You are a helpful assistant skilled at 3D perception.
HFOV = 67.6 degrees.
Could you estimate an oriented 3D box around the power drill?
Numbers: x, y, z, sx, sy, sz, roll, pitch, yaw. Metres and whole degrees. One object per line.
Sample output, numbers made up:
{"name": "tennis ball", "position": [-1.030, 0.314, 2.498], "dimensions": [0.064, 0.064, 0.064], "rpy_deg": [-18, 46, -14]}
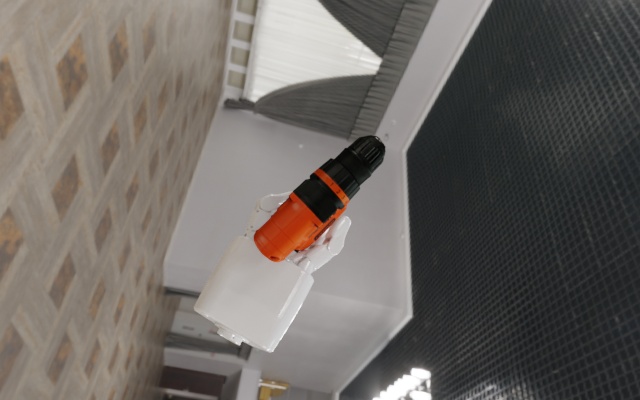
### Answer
{"name": "power drill", "position": [0.000, 0.002, 0.603], "dimensions": [0.184, 0.057, 0.188], "rpy_deg": [-42, -6, -5]}
